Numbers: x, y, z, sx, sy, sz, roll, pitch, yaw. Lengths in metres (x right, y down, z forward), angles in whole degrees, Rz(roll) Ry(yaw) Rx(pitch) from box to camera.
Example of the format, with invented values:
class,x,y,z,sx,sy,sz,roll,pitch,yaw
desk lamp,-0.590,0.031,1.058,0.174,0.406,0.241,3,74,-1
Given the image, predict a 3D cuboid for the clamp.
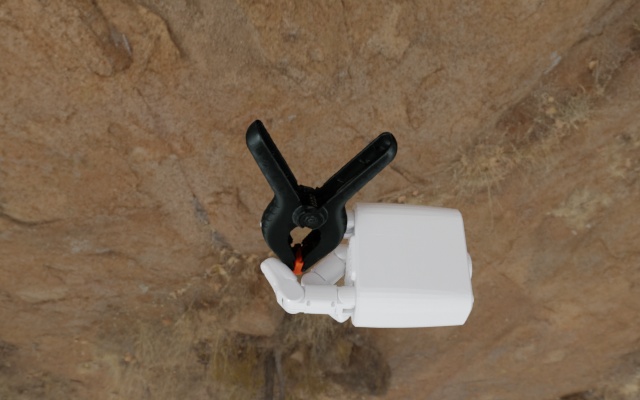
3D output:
class,x,y,z,sx,sy,sz,roll,pitch,yaw
clamp,0.000,0.002,0.420,0.120,0.039,0.172,2,-44,-1
